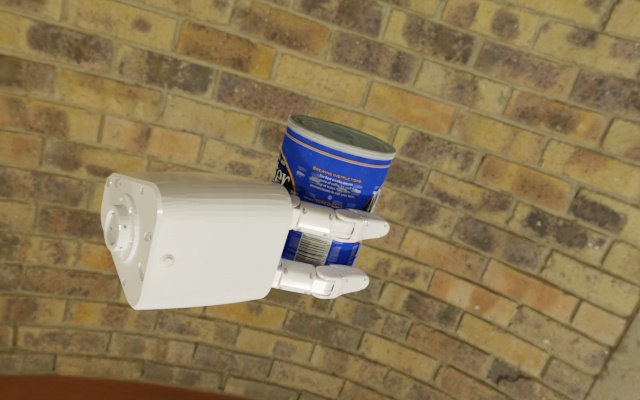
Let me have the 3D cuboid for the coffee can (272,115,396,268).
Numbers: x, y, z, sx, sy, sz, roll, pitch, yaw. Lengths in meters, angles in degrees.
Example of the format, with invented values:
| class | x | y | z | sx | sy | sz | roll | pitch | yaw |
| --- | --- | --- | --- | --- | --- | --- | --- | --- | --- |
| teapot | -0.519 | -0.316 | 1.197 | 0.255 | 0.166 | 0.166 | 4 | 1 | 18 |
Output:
| class | x | y | z | sx | sy | sz | roll | pitch | yaw |
| --- | --- | --- | --- | --- | --- | --- | --- | --- | --- |
| coffee can | 0.000 | 0.001 | 0.456 | 0.103 | 0.140 | 0.102 | 16 | 17 | -5 |
